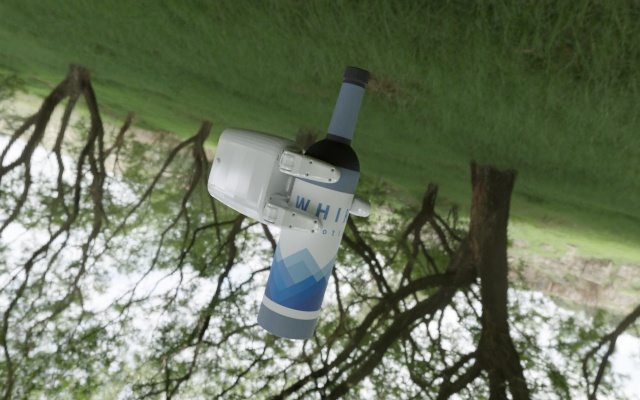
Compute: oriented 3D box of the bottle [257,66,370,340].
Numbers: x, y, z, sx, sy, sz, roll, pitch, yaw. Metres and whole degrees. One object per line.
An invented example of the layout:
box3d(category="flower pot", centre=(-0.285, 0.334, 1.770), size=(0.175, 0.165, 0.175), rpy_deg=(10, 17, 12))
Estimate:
box3d(category="bottle", centre=(0.000, 0.002, 0.524), size=(0.069, 0.296, 0.069), rpy_deg=(16, 6, -2))
